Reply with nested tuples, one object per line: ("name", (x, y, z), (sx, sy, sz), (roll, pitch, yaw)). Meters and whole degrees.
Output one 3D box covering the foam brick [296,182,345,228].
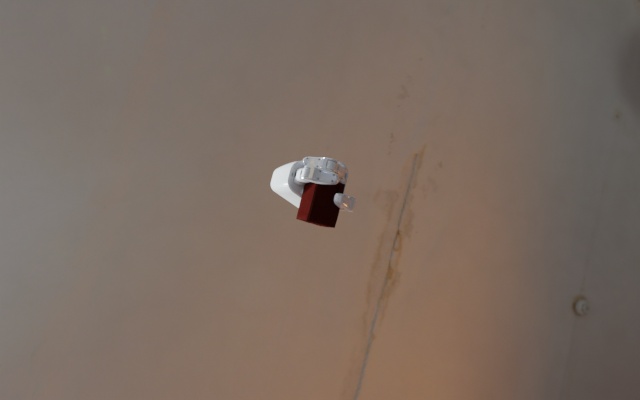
("foam brick", (0.000, 0.003, 0.798), (0.053, 0.078, 0.051), (18, -8, -24))
